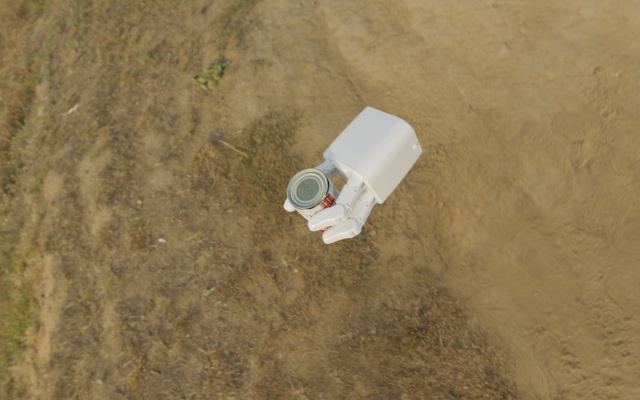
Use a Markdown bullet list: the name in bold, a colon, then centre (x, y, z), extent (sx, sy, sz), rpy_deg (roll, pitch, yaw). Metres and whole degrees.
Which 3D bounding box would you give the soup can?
- **soup can**: centre (0.000, 0.003, 0.725), extent (0.068, 0.068, 0.102), rpy_deg (0, -23, 24)
